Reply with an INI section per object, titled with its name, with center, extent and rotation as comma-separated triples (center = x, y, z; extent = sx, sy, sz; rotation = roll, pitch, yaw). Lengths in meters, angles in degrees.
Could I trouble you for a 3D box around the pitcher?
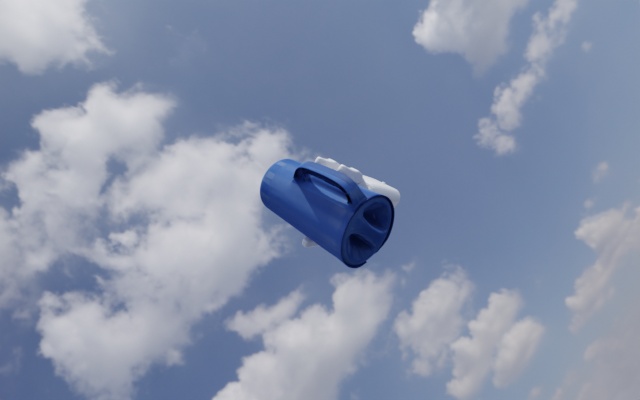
[pitcher]
center = 0.000, 0.003, 0.855
extent = 0.242, 0.149, 0.145
rotation = 28, 15, 38
